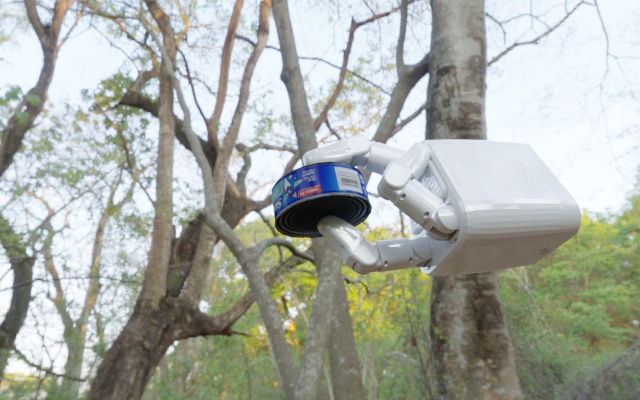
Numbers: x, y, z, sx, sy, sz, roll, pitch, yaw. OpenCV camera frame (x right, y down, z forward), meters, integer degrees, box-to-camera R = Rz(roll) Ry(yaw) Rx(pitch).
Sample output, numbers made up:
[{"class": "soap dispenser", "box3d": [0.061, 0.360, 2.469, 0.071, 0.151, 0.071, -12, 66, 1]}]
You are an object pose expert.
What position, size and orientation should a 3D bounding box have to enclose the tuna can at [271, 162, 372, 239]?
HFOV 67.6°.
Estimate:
[{"class": "tuna can", "box3d": [0.000, 0.001, 0.421, 0.086, 0.033, 0.086, -9, -26, -4]}]
